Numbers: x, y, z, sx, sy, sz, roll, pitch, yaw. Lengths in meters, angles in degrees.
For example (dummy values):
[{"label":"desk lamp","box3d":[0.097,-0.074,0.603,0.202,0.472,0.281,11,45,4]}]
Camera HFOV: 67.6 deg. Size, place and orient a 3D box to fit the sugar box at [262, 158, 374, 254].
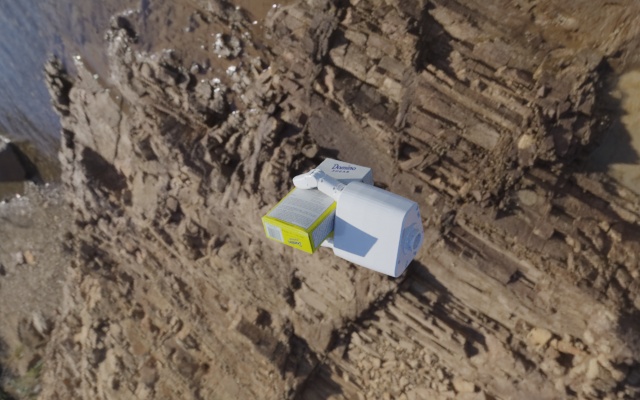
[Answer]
[{"label":"sugar box","box3d":[0.000,0.003,0.747,0.093,0.048,0.176,17,43,34]}]
